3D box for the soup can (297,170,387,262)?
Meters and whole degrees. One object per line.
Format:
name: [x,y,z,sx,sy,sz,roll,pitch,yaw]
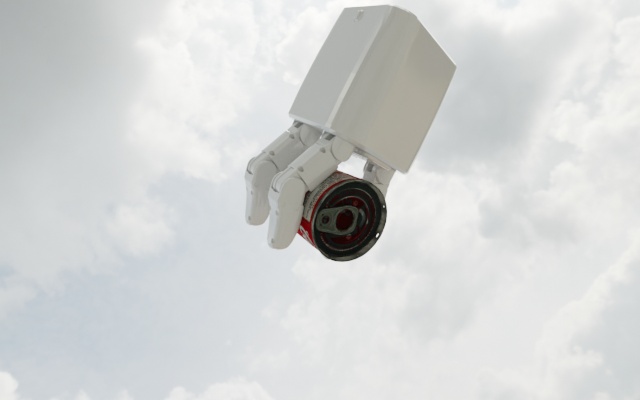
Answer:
soup can: [0.000,0.002,0.411,0.068,0.068,0.102,0,18,-30]
